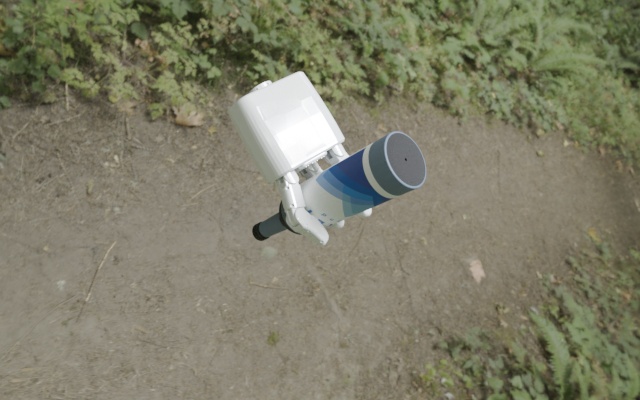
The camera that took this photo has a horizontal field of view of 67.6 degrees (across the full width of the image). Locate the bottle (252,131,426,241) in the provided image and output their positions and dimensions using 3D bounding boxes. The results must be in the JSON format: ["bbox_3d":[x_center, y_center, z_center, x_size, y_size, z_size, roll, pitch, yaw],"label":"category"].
[{"bbox_3d":[0.000,0.002,0.617,0.069,0.069,0.296,0,-18,-41],"label":"bottle"}]
